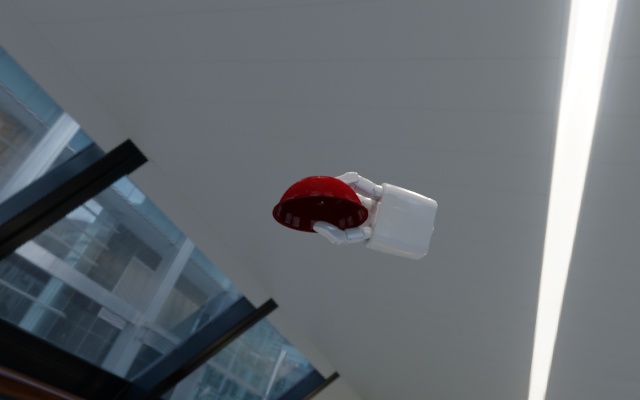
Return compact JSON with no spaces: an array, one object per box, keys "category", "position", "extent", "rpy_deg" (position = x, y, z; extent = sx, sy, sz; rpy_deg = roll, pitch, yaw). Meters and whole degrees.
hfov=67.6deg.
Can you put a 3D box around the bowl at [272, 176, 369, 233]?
[{"category":"bowl","position":[-0.001,0.002,0.810],"extent":[0.162,0.055,0.162],"rpy_deg":[1,-24,0]}]
